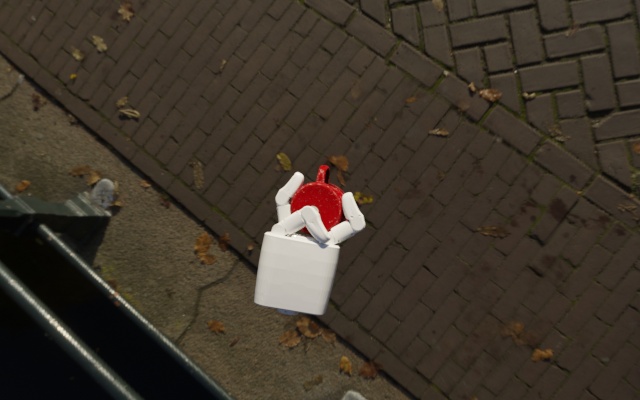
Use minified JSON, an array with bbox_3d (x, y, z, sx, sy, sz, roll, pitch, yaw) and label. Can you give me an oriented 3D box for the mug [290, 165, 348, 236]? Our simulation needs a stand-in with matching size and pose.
[{"bbox_3d":[0.000,0.001,0.756,0.093,0.117,0.081,10,-2,8],"label":"mug"}]
